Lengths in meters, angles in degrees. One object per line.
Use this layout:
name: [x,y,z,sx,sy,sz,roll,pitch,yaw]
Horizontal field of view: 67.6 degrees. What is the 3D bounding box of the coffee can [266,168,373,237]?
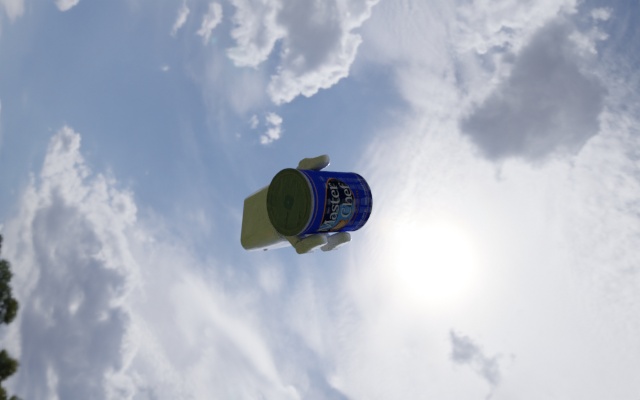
coffee can: [0.000,0.002,0.761,0.140,0.103,0.103,0,0,-45]
